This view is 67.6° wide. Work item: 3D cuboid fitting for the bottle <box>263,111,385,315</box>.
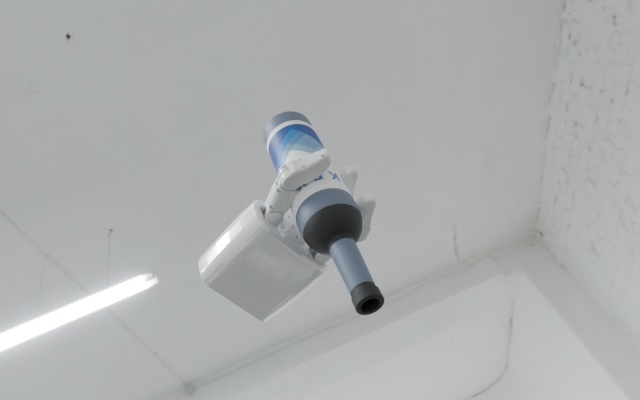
[{"bbox_3d":[0.000,0.001,0.527,0.069,0.069,0.295,0,38,-22],"label":"bottle"}]
